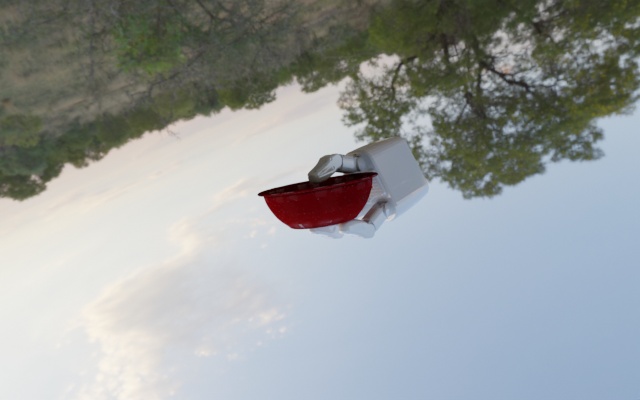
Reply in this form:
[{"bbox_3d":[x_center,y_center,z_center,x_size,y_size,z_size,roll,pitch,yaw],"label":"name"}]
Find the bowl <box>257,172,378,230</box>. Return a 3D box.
[{"bbox_3d":[-0.001,0.003,0.636,0.162,0.055,0.162,-9,6,1],"label":"bowl"}]
